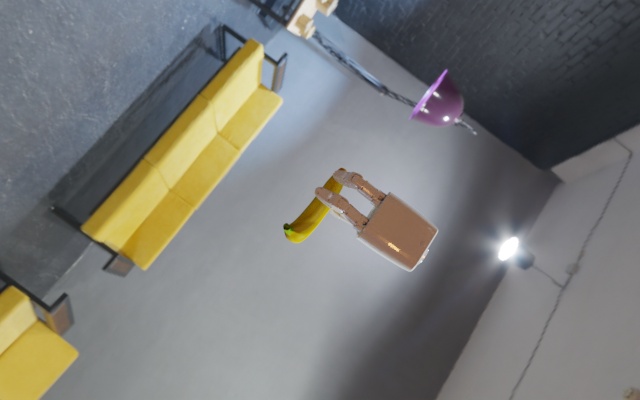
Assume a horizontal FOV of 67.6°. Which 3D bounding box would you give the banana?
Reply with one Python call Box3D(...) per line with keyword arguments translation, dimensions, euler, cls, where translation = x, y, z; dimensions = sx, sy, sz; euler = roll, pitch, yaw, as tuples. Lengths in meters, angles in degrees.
Box3D(translation=(-0.008, 0.016, 0.823), dimensions=(0.037, 0.070, 0.197), euler=(35, 46, 6), cls="banana")
